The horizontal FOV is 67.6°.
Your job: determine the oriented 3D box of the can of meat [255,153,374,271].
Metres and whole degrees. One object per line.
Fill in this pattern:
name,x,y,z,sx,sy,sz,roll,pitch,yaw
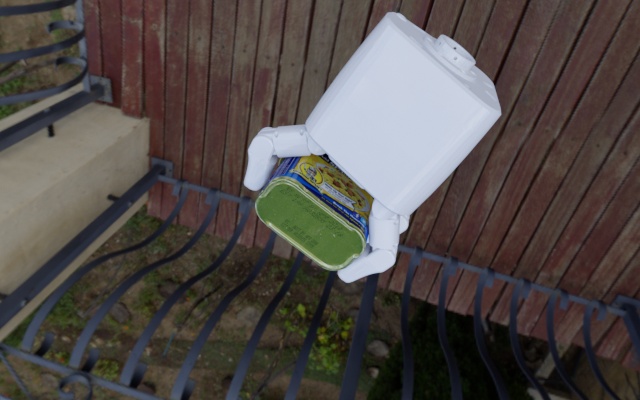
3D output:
can of meat,0.000,0.002,0.423,0.102,0.057,0.084,37,32,-8
